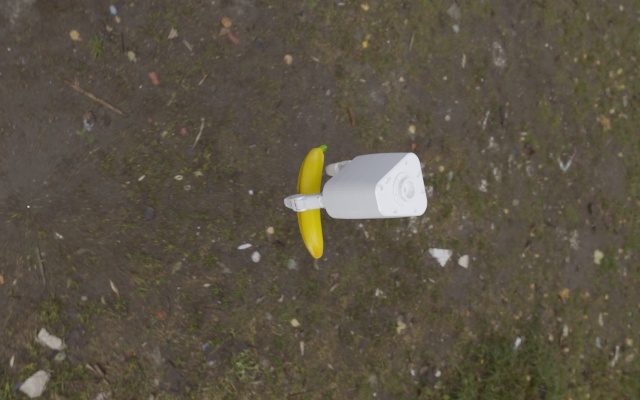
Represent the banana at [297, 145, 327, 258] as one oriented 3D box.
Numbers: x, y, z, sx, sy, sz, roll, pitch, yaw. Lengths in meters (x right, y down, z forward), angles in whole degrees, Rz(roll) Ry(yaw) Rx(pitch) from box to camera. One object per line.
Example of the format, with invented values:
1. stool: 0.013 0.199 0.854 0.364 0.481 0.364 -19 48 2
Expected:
1. banana: -0.011 -0.003 0.796 0.037 0.198 0.069 -1 -9 39
